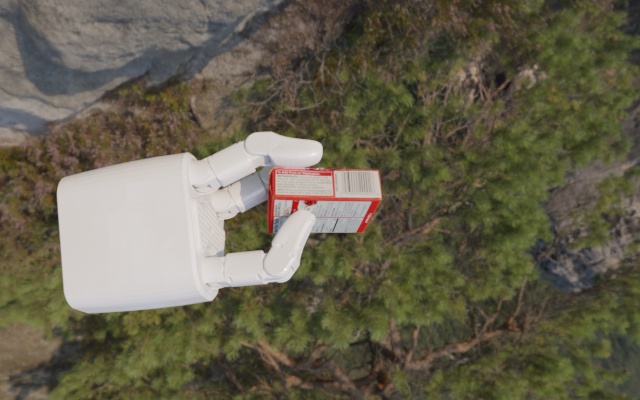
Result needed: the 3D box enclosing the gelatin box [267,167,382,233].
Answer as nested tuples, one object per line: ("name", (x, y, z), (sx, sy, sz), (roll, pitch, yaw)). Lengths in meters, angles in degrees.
("gelatin box", (0.000, 0.002, 0.402), (0.089, 0.030, 0.073), (1, -25, -7))
